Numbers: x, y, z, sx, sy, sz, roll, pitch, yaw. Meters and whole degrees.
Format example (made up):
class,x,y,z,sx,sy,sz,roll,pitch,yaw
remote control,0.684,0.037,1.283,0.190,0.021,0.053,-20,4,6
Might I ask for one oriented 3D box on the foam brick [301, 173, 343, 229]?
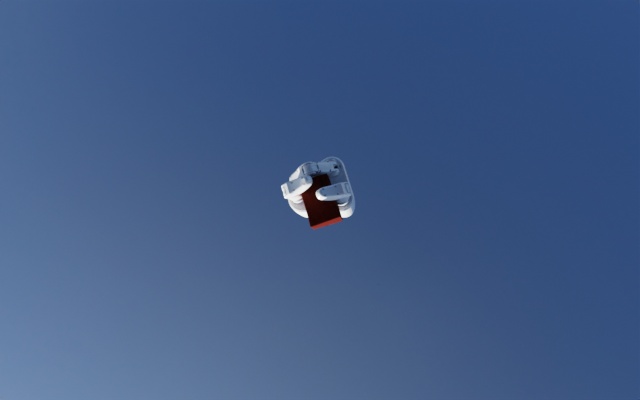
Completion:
class,x,y,z,sx,sy,sz,roll,pitch,yaw
foam brick,0.000,0.003,0.785,0.053,0.078,0.051,-17,-12,3
